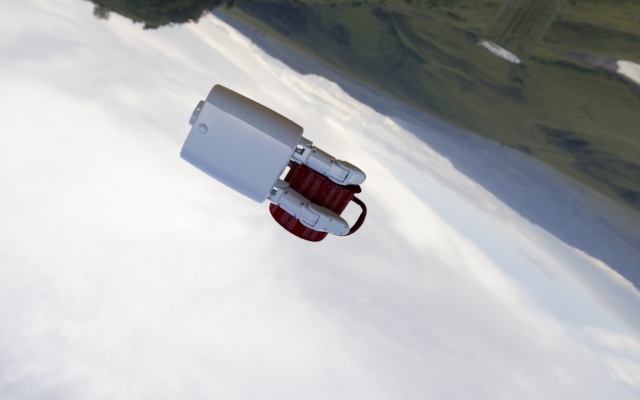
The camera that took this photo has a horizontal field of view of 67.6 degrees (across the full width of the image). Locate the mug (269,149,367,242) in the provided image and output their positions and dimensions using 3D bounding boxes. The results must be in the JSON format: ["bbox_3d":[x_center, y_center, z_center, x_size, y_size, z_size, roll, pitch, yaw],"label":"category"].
[{"bbox_3d":[0.001,0.003,0.583,0.117,0.081,0.093,30,17,-9],"label":"mug"}]
